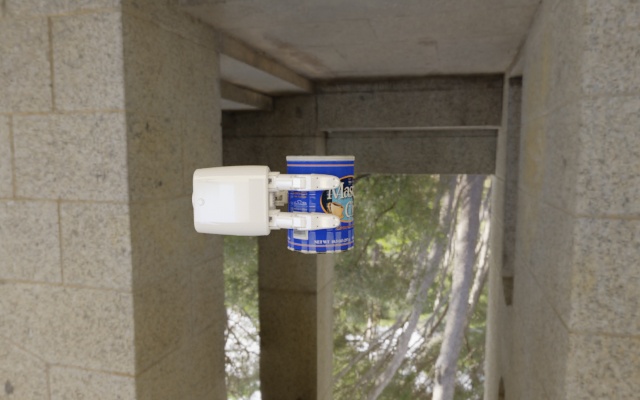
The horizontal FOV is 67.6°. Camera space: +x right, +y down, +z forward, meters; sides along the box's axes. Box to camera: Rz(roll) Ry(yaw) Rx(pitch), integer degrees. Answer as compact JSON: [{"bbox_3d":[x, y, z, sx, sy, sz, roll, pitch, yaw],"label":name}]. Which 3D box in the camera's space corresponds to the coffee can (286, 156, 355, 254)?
[{"bbox_3d":[0.000,0.002,0.726,0.103,0.140,0.103,0,5,0],"label":"coffee can"}]
